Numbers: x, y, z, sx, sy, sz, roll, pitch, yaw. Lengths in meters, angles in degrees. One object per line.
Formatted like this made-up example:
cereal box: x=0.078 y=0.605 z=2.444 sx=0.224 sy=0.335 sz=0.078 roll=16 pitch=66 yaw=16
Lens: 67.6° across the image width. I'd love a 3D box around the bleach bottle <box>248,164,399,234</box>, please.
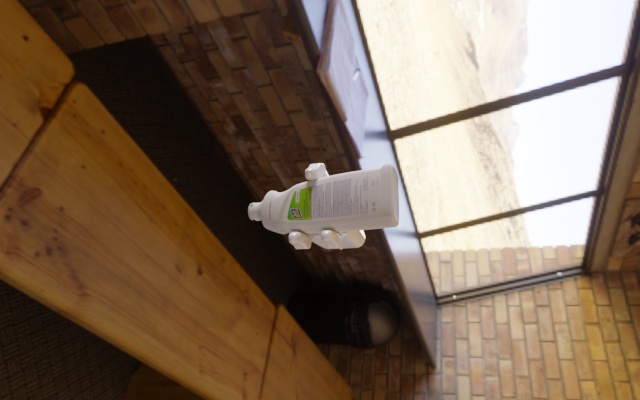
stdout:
bleach bottle: x=0.000 y=0.003 z=0.789 sx=0.251 sy=0.102 sz=0.068 roll=-4 pitch=-22 yaw=18
